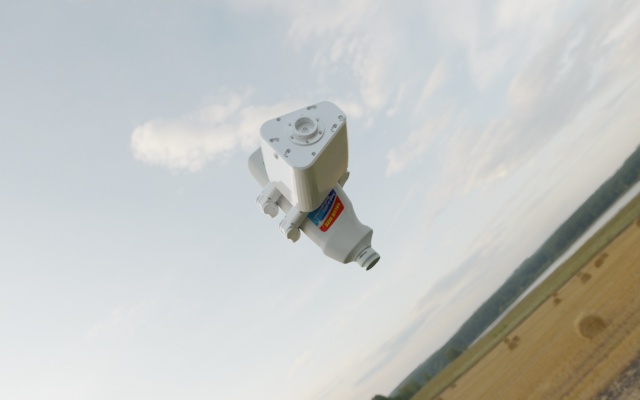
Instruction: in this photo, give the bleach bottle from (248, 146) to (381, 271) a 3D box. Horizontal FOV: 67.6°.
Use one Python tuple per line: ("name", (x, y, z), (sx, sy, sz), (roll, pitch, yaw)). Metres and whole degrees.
("bleach bottle", (0.000, 0.002, 0.723), (0.102, 0.250, 0.068), (-38, -24, -16))
